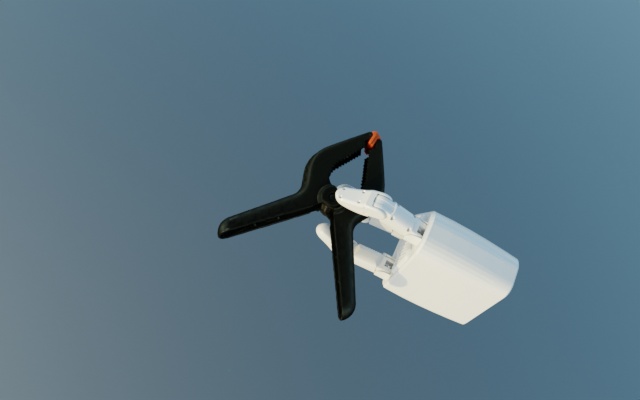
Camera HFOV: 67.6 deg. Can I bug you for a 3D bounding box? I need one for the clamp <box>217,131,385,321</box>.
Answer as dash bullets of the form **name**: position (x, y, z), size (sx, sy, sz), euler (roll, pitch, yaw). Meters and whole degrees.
- **clamp**: position (0.001, 0.001, 0.525), size (0.164, 0.210, 0.036), euler (28, -22, -1)
